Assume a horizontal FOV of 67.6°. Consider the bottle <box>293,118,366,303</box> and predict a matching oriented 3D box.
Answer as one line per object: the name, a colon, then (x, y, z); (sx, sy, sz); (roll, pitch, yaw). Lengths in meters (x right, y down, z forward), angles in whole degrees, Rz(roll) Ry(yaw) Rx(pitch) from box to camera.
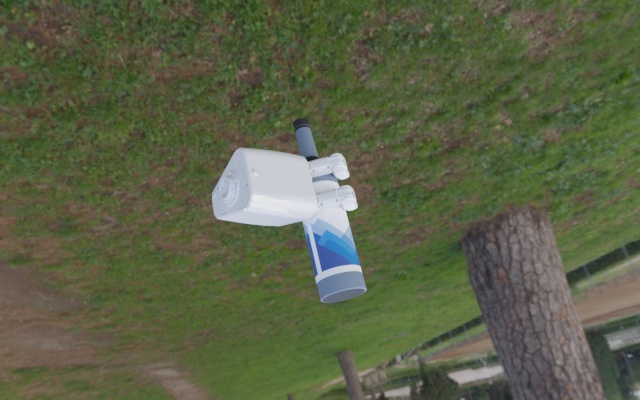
bottle: (0.000, 0.003, 0.727); (0.069, 0.295, 0.069); (-12, -24, -5)
